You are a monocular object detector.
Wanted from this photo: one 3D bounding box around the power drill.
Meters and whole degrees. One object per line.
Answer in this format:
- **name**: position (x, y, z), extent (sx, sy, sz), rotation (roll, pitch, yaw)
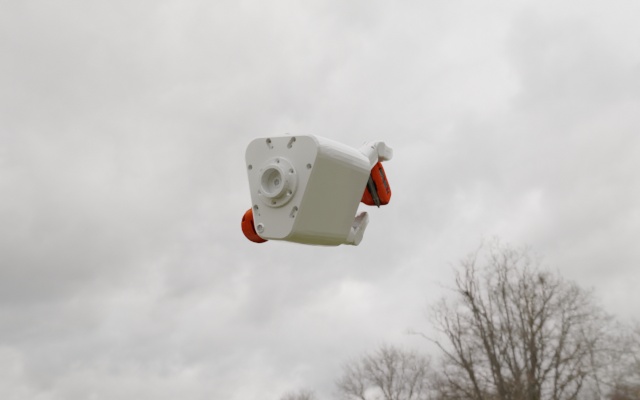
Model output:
- **power drill**: position (0.000, 0.002, 0.648), extent (0.187, 0.057, 0.184), rotation (-20, 4, 12)
